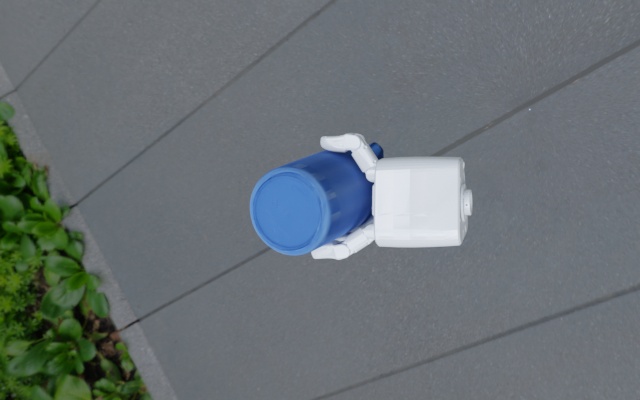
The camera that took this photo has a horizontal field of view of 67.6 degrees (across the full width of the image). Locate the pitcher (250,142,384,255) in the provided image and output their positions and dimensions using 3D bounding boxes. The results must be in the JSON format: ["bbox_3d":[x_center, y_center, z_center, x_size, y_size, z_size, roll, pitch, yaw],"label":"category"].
[{"bbox_3d":[0.000,0.002,0.668,0.145,0.149,0.243,-2,9,23],"label":"pitcher"}]
